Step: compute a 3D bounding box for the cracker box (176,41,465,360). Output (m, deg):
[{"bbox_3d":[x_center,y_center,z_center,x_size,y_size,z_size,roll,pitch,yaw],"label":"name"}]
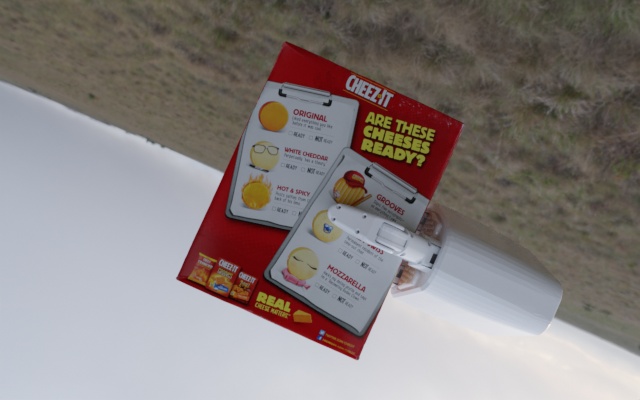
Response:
[{"bbox_3d":[0.000,0.002,0.415,0.164,0.213,0.072,24,-1,-2],"label":"cracker box"}]
